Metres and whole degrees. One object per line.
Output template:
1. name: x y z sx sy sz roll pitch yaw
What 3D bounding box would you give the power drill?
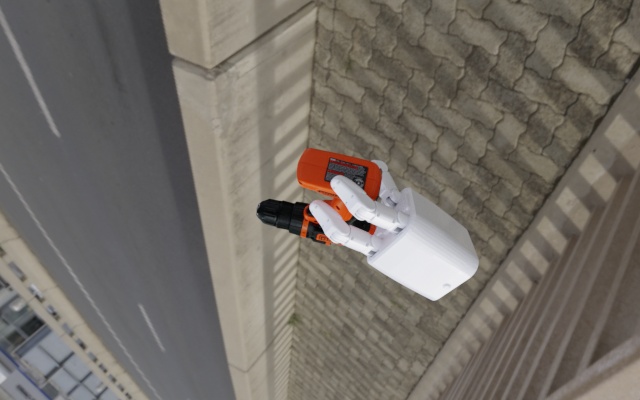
1. power drill: 0.000 0.002 0.662 0.184 0.057 0.188 12 -26 0
